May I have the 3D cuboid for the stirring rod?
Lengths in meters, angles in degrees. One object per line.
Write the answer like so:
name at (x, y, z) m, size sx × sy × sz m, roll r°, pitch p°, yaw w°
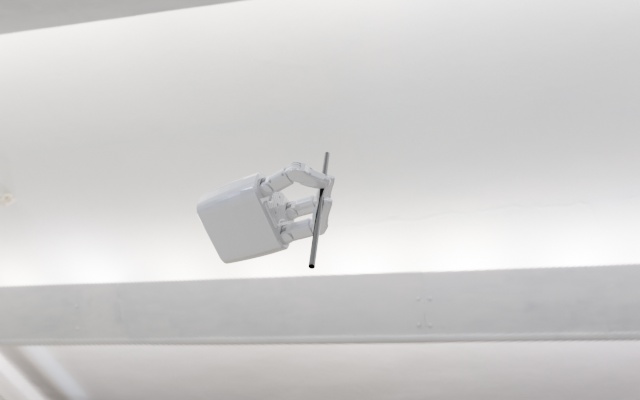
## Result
stirring rod at (0.000, 0.002, 0.641) m, size 0.011 × 0.011 × 0.239 m, roll 0°, pitch 38°, yaw 6°
